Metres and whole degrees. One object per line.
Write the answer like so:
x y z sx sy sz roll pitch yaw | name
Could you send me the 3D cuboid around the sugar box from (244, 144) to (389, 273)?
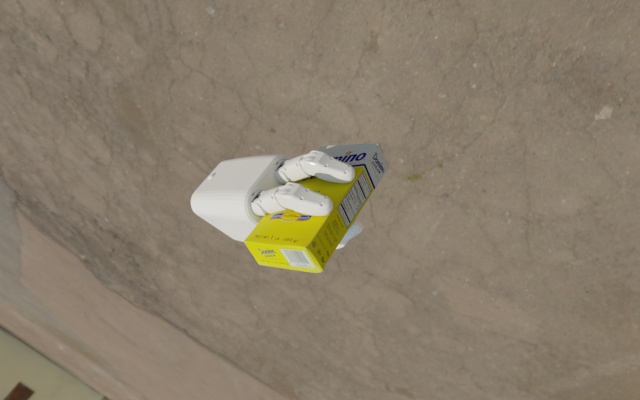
0.000 0.001 0.552 0.093 0.048 0.176 2 45 37 | sugar box
